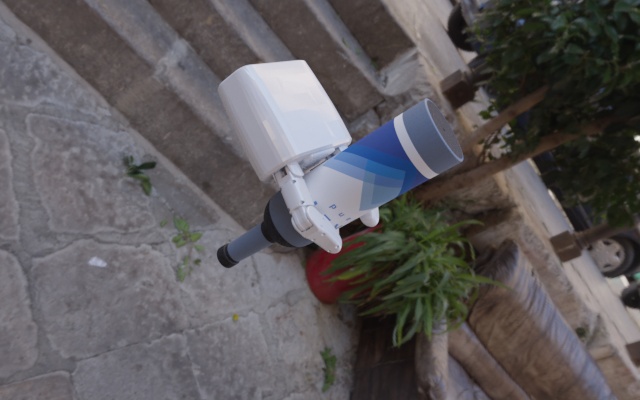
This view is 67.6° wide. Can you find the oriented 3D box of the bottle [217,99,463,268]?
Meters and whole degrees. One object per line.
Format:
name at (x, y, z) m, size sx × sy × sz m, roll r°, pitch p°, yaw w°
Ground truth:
bottle at (0.000, 0.002, 0.501) m, size 0.296 × 0.069 × 0.069 m, roll -30°, pitch -15°, yaw 27°
